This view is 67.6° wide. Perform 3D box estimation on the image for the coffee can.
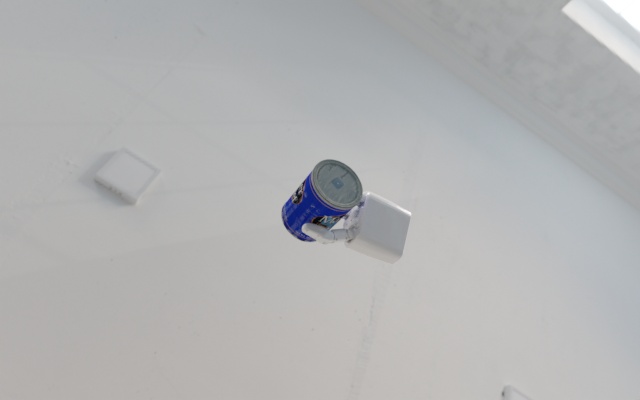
[{"bbox_3d":[0.000,0.003,0.899,0.103,0.102,0.140,0,-29,-32],"label":"coffee can"}]
